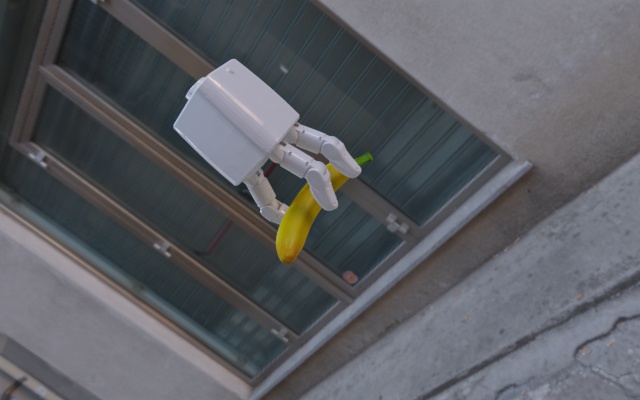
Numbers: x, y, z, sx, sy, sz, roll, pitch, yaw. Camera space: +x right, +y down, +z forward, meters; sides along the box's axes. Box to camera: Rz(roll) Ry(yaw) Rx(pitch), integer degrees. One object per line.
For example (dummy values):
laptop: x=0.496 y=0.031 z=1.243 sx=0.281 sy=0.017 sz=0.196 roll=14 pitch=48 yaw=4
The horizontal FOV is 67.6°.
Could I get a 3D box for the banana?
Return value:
banana: x=-0.009 y=0.004 z=0.600 sx=0.069 sy=0.037 sz=0.197 roll=-21 pitch=27 yaw=53
